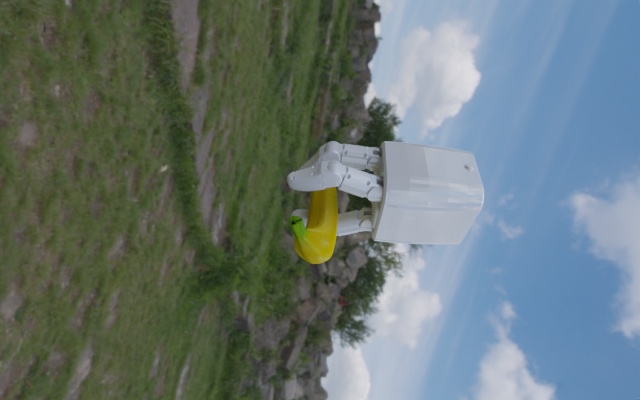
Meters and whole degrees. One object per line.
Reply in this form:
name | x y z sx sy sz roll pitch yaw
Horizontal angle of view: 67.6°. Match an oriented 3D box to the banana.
banana | 0.000 0.021 0.521 0.037 0.070 0.197 1 17 6
